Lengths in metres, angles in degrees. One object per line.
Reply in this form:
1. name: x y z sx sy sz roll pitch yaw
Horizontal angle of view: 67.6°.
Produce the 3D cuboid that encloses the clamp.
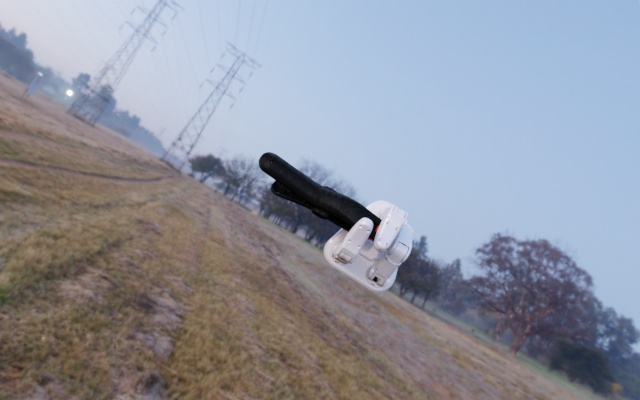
1. clamp: 0.001 0.002 0.599 0.171 0.039 0.120 32 -6 1
